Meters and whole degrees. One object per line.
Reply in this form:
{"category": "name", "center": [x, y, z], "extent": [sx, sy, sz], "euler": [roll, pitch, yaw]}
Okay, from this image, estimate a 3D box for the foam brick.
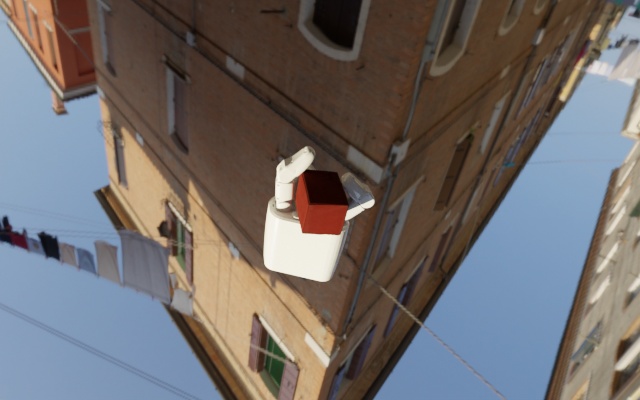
{"category": "foam brick", "center": [0.000, 0.002, 0.624], "extent": [0.053, 0.051, 0.078], "euler": [4, 36, -14]}
